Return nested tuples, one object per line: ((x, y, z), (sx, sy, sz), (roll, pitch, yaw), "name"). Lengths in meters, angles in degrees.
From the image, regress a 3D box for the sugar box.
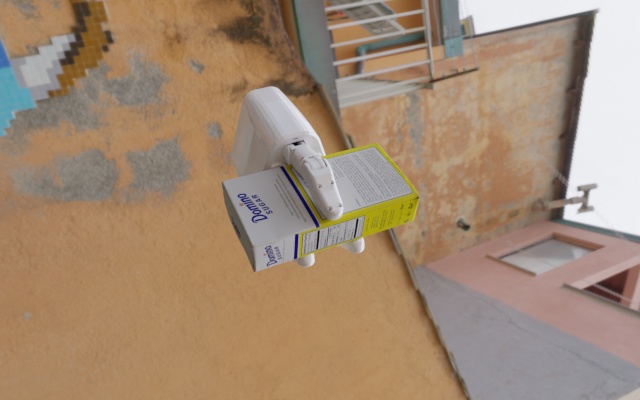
((0.000, 0.002, 0.479), (0.176, 0.048, 0.093), (-17, 48, -18), "sugar box")
